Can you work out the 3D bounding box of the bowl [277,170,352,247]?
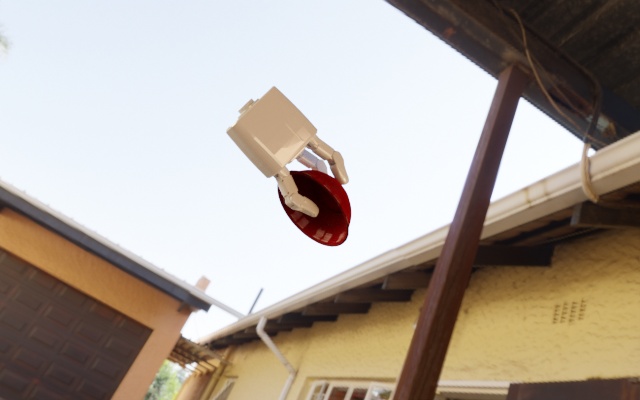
[{"bbox_3d":[0.001,0.004,0.843,0.162,0.162,0.055,0,33,49],"label":"bowl"}]
